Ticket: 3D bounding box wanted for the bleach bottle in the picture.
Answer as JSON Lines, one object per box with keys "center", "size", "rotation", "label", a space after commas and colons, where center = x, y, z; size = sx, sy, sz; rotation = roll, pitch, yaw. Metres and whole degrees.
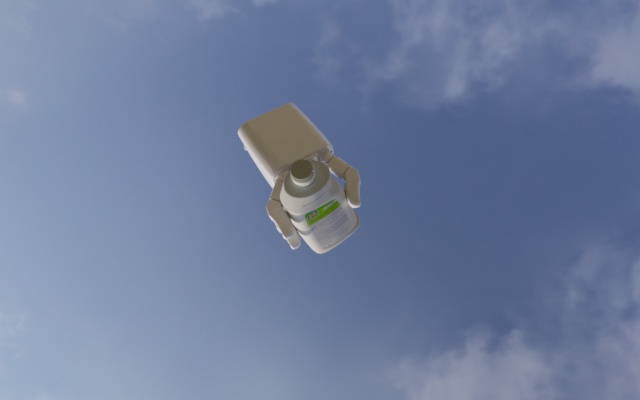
{"center": [0.000, 0.002, 0.707], "size": [0.102, 0.068, 0.251], "rotation": [-38, -22, -7], "label": "bleach bottle"}
